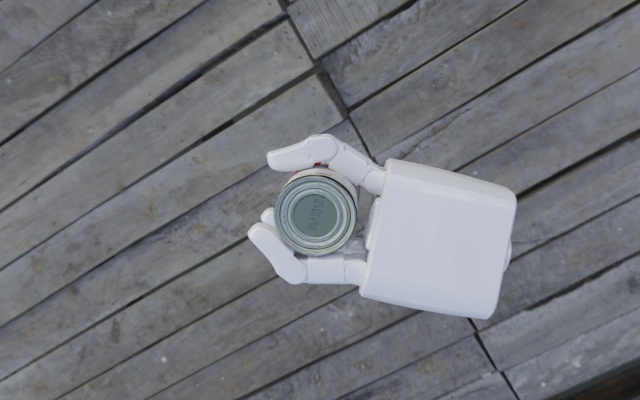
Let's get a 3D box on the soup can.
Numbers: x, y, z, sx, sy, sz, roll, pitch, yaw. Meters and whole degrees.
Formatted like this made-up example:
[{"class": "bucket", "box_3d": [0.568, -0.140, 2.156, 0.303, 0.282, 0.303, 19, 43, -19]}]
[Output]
[{"class": "soup can", "box_3d": [0.000, 0.001, 0.417, 0.068, 0.068, 0.102, 0, 14, 5]}]
